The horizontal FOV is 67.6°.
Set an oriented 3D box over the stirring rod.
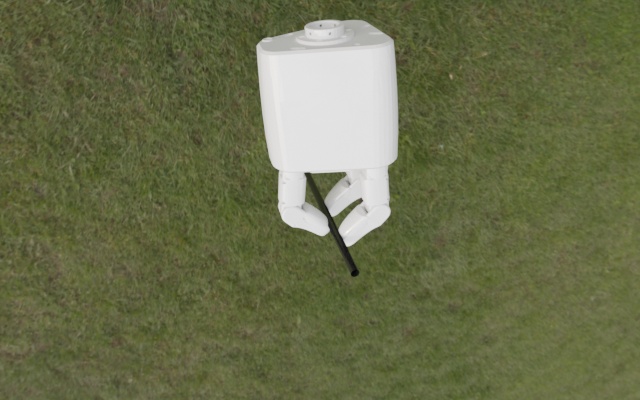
[{"bbox_3d":[0.000,0.002,0.516,0.011,0.011,0.239,0,31,-17],"label":"stirring rod"}]
